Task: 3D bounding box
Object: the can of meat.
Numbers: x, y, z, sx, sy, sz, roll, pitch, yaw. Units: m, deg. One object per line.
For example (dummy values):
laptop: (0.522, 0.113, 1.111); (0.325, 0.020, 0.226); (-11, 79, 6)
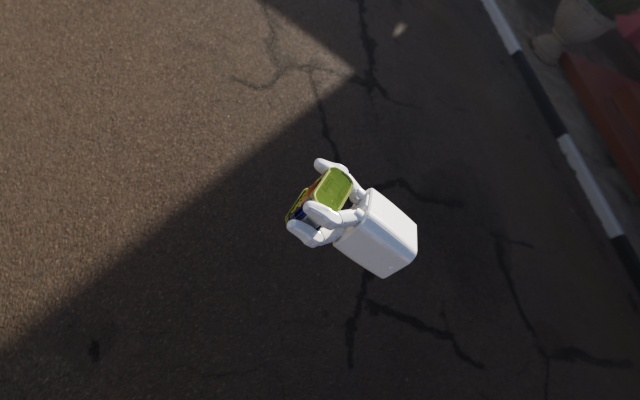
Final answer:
can of meat: (0.000, 0.002, 0.771); (0.084, 0.057, 0.102); (-42, 11, 45)
